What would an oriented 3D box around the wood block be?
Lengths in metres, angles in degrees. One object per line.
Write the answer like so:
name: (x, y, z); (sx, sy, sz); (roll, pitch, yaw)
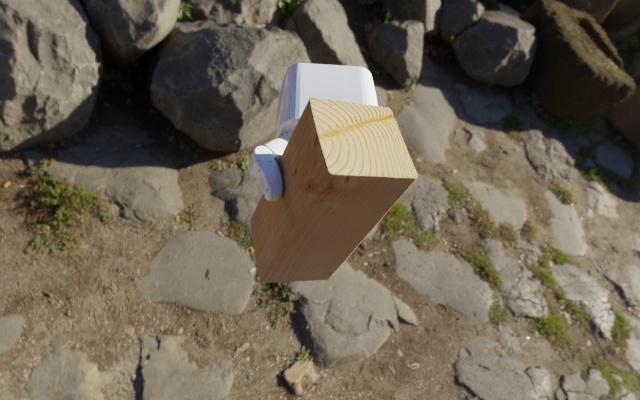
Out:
wood block: (0.000, 0.001, 0.502); (0.091, 0.090, 0.206); (2, -35, -25)
